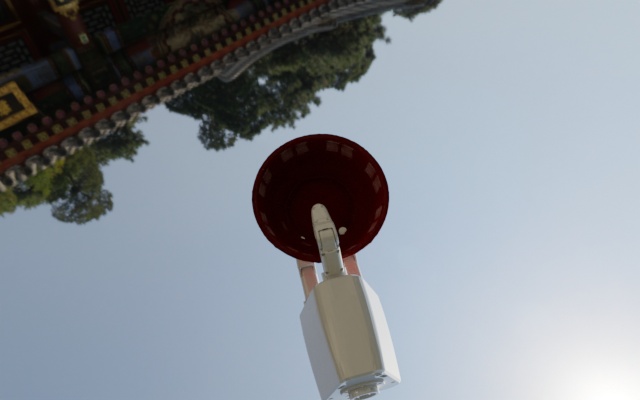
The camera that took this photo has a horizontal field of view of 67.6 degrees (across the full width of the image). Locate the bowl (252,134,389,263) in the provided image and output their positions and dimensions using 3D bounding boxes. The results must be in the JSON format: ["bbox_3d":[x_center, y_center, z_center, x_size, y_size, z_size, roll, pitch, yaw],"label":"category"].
[{"bbox_3d":[0.000,0.001,0.584,0.162,0.162,0.055,0,-19,0],"label":"bowl"}]
